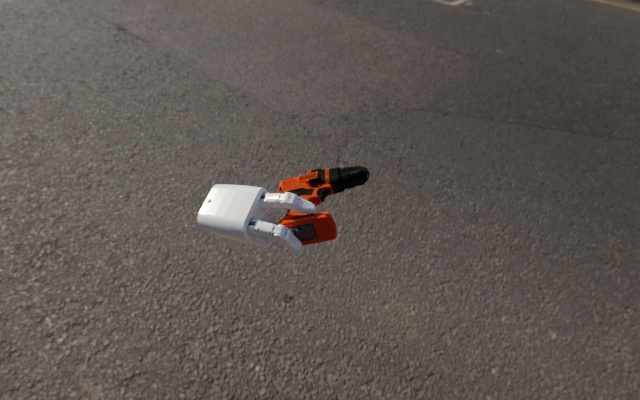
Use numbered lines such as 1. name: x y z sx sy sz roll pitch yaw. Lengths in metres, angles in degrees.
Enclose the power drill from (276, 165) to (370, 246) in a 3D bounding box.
1. power drill: 0.000 0.003 0.893 0.184 0.057 0.187 -13 29 15
